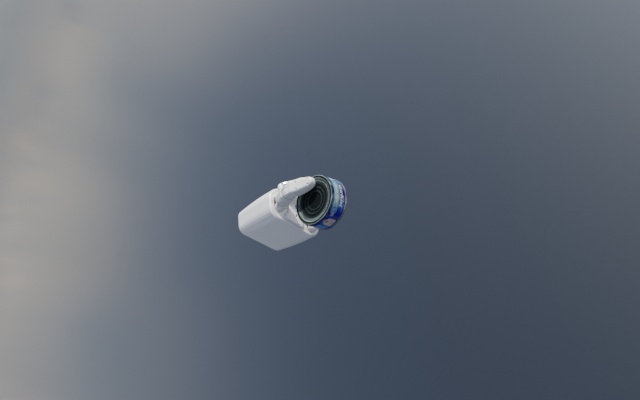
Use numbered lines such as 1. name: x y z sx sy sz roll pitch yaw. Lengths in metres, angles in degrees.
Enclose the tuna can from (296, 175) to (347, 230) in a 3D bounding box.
1. tuna can: 0.000 0.002 0.771 0.034 0.086 0.086 19 -13 -42
